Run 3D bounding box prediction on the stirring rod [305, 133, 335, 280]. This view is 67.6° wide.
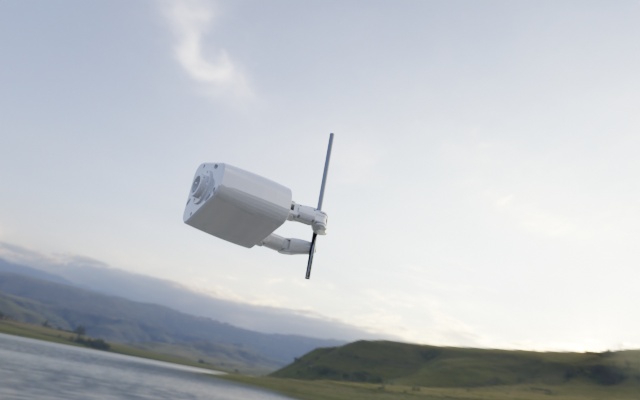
[{"bbox_3d":[0.000,0.002,0.729,0.011,0.239,0.011,8,-22,3],"label":"stirring rod"}]
